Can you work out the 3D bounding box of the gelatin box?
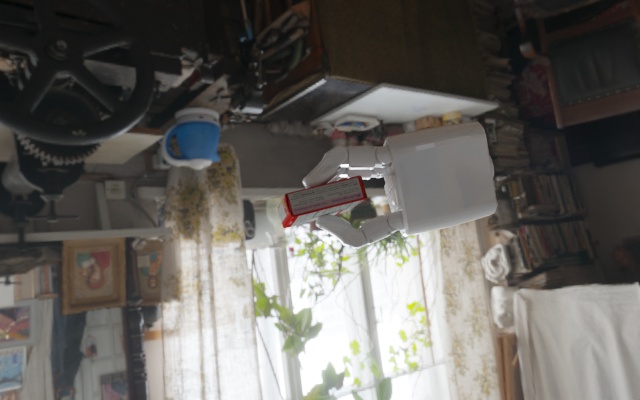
[{"bbox_3d":[0.000,0.002,0.541,0.089,0.030,0.073,-15,-9,-14],"label":"gelatin box"}]
